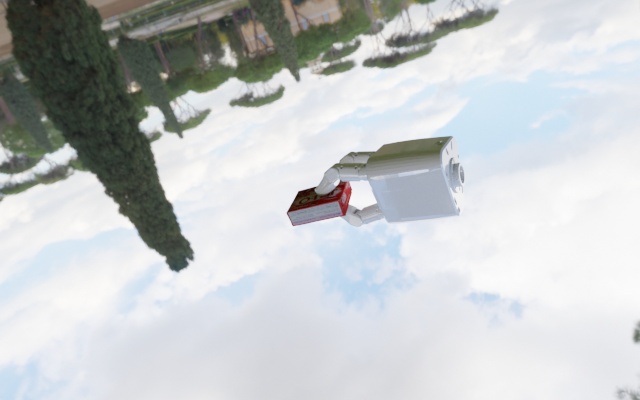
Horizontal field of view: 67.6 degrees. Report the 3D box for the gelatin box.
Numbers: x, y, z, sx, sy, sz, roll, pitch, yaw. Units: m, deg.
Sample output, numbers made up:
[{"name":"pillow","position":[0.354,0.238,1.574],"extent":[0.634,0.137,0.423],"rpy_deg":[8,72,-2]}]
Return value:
[{"name":"gelatin box","position":[0.000,0.003,0.731],"extent":[0.089,0.030,0.073],"rpy_deg":[-14,24,20]}]
